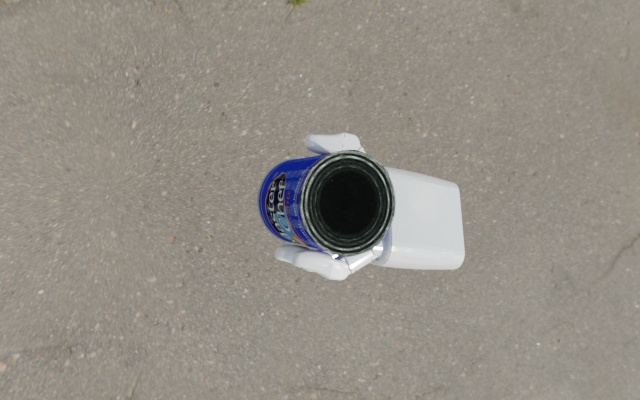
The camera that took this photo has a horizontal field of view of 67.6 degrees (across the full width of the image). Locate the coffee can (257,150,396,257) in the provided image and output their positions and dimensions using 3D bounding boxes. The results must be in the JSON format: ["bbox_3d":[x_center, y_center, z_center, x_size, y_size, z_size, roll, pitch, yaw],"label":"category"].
[{"bbox_3d":[0.000,0.002,0.517,0.103,0.103,0.140,0,1,-24],"label":"coffee can"}]
